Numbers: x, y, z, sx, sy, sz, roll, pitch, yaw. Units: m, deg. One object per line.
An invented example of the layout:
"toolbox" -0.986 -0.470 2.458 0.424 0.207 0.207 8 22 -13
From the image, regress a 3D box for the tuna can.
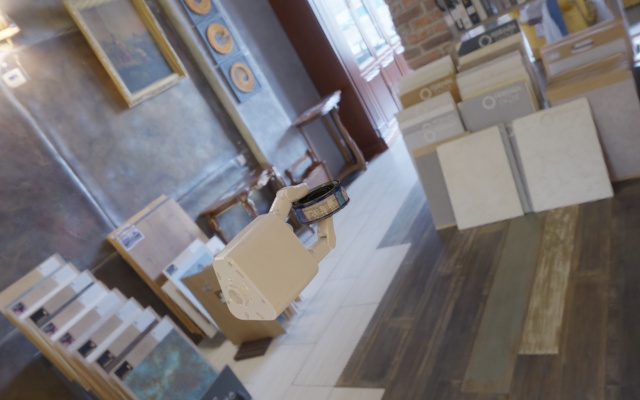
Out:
"tuna can" 0.000 0.002 0.732 0.086 0.034 0.086 -25 13 6
